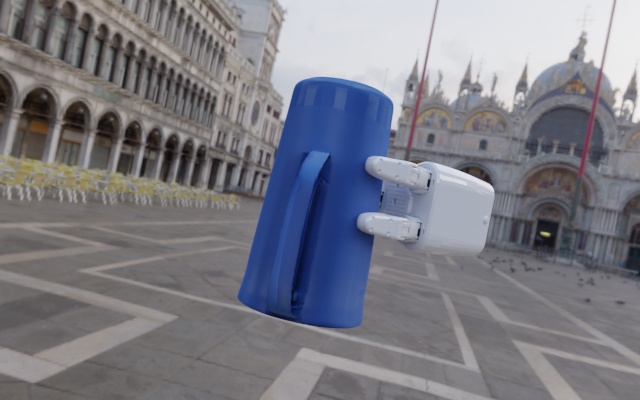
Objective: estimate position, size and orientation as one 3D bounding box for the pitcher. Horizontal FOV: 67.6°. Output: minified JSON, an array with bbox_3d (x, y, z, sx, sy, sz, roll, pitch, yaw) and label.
[{"bbox_3d":[0.000,0.002,0.493,0.145,0.243,0.149,12,0,-32],"label":"pitcher"}]
